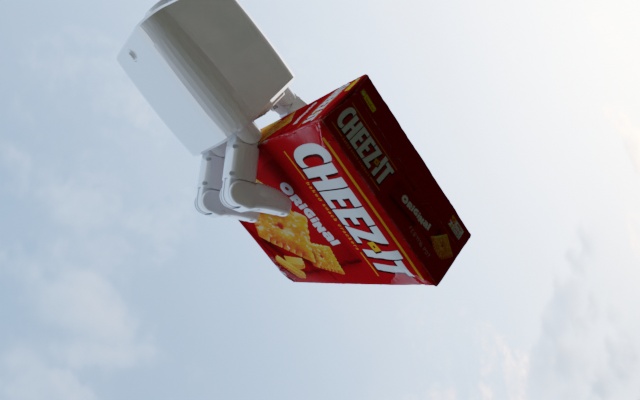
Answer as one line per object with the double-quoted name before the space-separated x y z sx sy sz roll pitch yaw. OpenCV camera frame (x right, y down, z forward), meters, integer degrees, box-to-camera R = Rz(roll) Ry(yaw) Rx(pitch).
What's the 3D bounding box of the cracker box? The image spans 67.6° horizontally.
"cracker box" 0.000 0.001 0.442 0.214 0.164 0.072 -12 31 54
